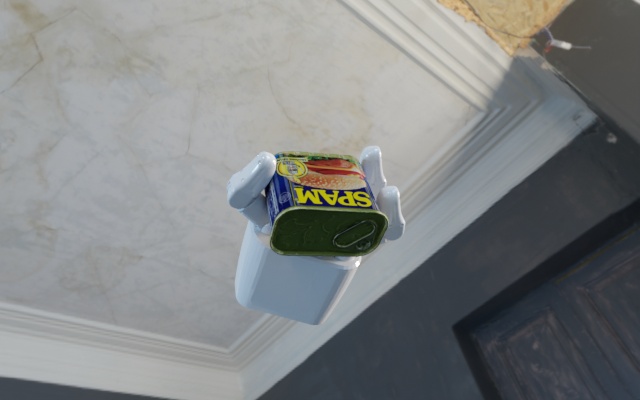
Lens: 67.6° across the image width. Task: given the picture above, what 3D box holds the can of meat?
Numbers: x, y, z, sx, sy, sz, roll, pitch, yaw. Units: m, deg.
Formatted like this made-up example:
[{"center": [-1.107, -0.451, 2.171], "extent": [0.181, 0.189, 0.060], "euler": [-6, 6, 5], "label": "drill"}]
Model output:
[{"center": [0.000, 0.001, 0.438], "extent": [0.102, 0.057, 0.084], "euler": [3, 42, -18], "label": "can of meat"}]
